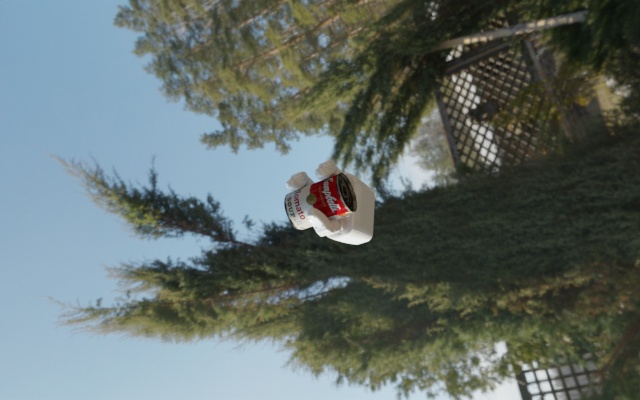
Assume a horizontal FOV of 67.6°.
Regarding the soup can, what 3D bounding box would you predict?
[{"bbox_3d":[0.000,0.003,0.786,0.102,0.068,0.068,-20,-8,23],"label":"soup can"}]
